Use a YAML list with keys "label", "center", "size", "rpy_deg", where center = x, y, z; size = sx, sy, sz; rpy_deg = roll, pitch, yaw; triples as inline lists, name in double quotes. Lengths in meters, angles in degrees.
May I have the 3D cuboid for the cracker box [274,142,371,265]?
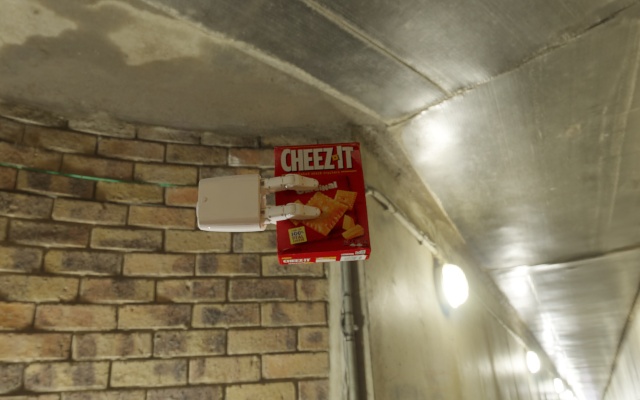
- label: "cracker box"
  center: [0.000, 0.003, 0.872]
  size: [0.164, 0.213, 0.072]
  rpy_deg: [-3, -22, -2]
